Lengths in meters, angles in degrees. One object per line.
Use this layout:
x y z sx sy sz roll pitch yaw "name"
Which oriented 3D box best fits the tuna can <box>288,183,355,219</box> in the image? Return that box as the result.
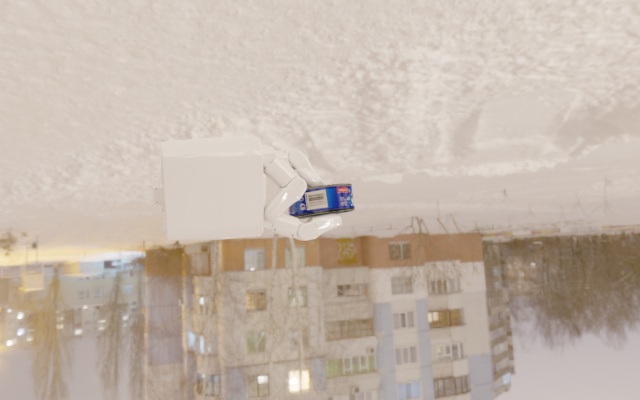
0.000 0.003 0.606 0.086 0.033 0.086 -8 -4 -1 "tuna can"
